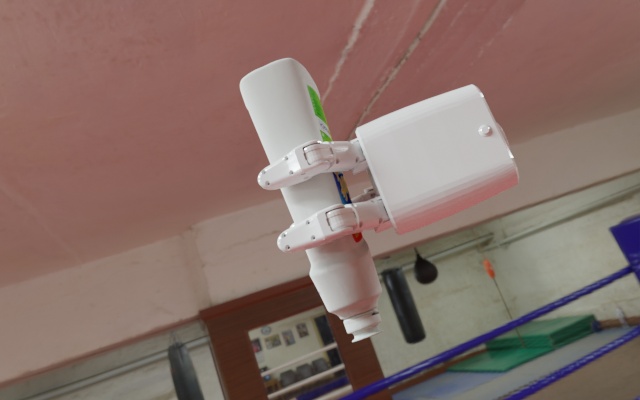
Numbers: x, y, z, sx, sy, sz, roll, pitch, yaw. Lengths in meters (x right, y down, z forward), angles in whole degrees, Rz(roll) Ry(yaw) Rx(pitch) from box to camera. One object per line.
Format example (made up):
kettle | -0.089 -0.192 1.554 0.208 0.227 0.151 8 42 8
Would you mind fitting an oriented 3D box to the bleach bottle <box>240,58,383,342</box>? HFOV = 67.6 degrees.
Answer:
bleach bottle | 0.000 0.001 0.438 0.068 0.250 0.102 -22 -14 8
